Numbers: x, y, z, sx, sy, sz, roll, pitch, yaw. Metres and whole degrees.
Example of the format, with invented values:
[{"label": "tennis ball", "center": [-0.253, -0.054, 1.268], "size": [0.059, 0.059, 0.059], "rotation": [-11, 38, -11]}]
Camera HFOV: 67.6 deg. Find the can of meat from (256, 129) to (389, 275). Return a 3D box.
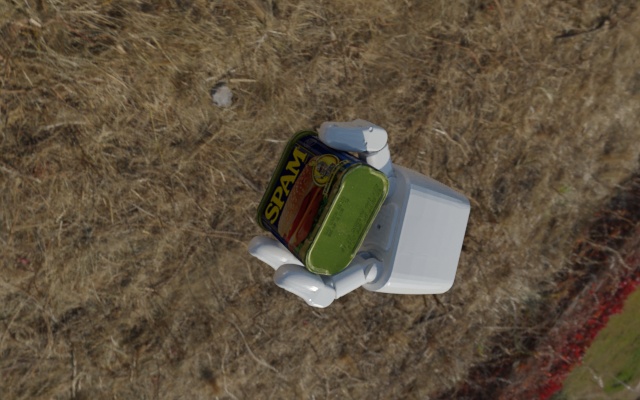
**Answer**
[{"label": "can of meat", "center": [0.000, 0.001, 0.407], "size": [0.057, 0.102, 0.084], "rotation": [17, 13, -41]}]
